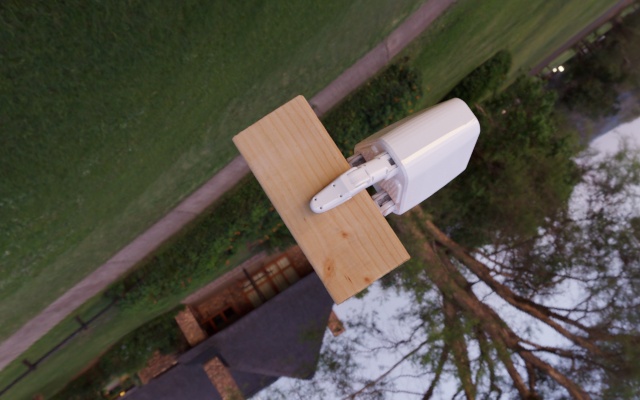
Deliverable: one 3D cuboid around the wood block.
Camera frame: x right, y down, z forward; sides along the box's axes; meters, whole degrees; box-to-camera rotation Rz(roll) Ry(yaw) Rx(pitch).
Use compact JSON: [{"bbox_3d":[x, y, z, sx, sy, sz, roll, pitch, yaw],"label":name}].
[{"bbox_3d":[0.000,0.002,0.531,0.090,0.206,0.091,-33,-8,-2],"label":"wood block"}]
